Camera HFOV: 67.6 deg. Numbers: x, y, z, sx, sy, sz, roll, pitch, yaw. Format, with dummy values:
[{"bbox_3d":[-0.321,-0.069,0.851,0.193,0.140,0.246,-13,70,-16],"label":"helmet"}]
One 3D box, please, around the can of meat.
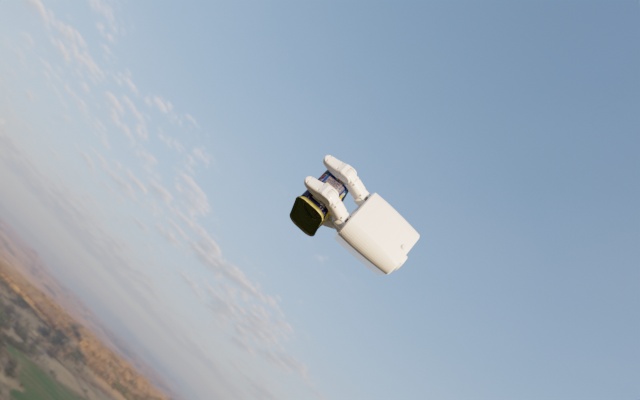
[{"bbox_3d":[0.000,0.002,0.816,0.084,0.057,0.102,-45,-9,-27],"label":"can of meat"}]
